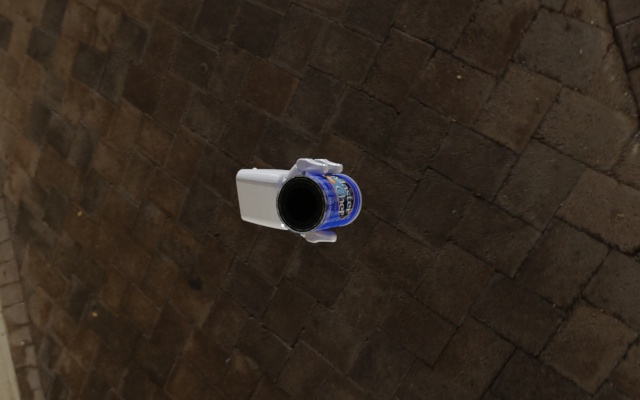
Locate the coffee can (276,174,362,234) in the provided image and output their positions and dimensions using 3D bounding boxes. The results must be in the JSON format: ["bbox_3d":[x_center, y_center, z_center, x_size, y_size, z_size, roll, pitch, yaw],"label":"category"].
[{"bbox_3d":[0.000,0.003,0.876,0.103,0.103,0.140,0,3,30],"label":"coffee can"}]
